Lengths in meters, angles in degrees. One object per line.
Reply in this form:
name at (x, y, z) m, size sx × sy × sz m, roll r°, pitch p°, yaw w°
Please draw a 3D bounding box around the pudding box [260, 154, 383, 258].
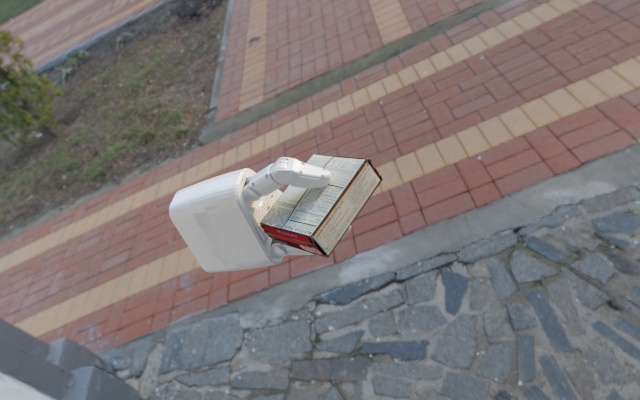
pudding box at (0.000, 0.002, 0.519) m, size 0.090 × 0.113 × 0.039 m, roll 12°, pitch -31°, yaw 47°
